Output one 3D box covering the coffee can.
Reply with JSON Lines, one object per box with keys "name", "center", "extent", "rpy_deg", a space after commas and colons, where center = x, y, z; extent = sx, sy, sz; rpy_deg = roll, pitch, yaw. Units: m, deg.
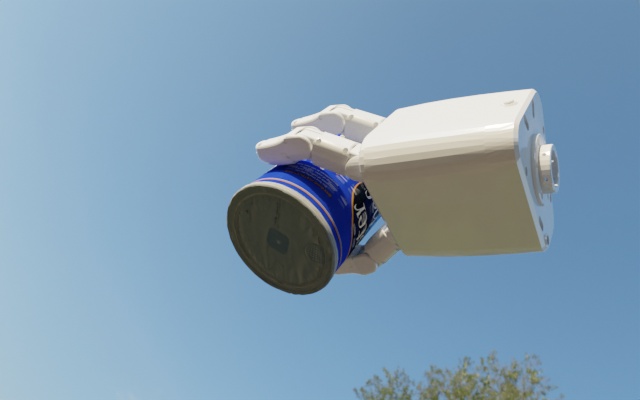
{"name": "coffee can", "center": [0.000, 0.002, 0.428], "extent": [0.103, 0.103, 0.140], "rpy_deg": [0, 28, 34]}
